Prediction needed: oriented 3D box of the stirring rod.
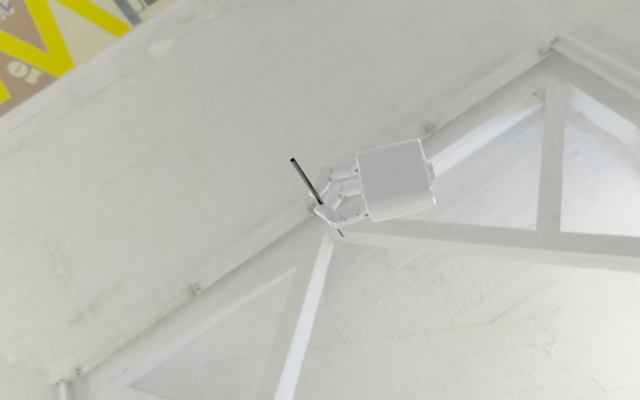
[{"bbox_3d":[0.000,0.003,0.801,0.011,0.011,0.240,0,-31,24],"label":"stirring rod"}]
